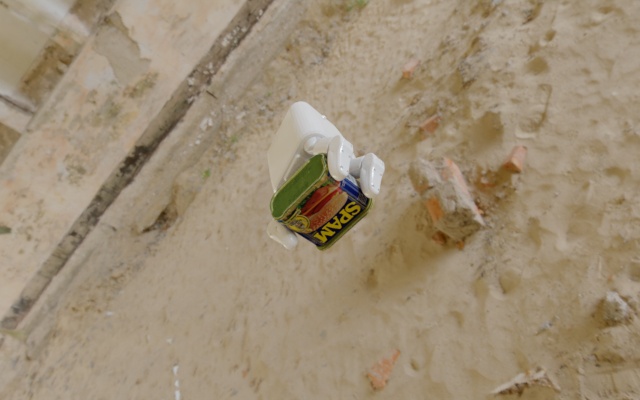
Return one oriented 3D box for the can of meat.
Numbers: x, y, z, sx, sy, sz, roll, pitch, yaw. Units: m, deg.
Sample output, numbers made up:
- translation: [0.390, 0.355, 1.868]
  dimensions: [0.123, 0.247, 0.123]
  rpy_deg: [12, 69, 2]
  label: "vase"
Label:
- translation: [0.000, 0.002, 0.591]
  dimensions: [0.084, 0.102, 0.057]
  rpy_deg: [35, 22, -32]
  label: "can of meat"
